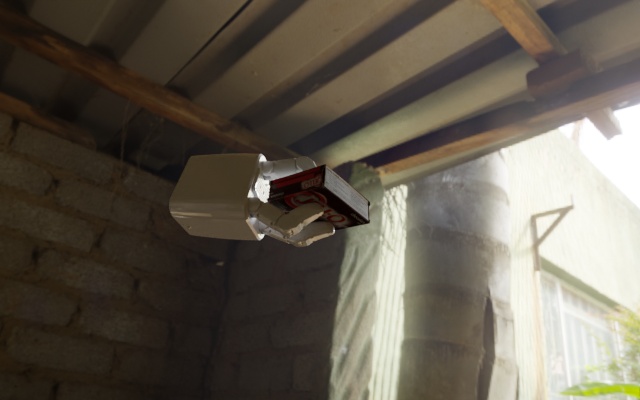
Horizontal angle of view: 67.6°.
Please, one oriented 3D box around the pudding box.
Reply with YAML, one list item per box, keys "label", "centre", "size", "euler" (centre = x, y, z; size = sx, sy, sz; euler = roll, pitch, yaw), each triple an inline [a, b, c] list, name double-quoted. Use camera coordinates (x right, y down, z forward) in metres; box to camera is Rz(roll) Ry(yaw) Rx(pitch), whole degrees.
- label: "pudding box"
  centre: [0.000, 0.002, 0.630]
  size: [0.090, 0.039, 0.113]
  euler: [-14, -31, 34]
